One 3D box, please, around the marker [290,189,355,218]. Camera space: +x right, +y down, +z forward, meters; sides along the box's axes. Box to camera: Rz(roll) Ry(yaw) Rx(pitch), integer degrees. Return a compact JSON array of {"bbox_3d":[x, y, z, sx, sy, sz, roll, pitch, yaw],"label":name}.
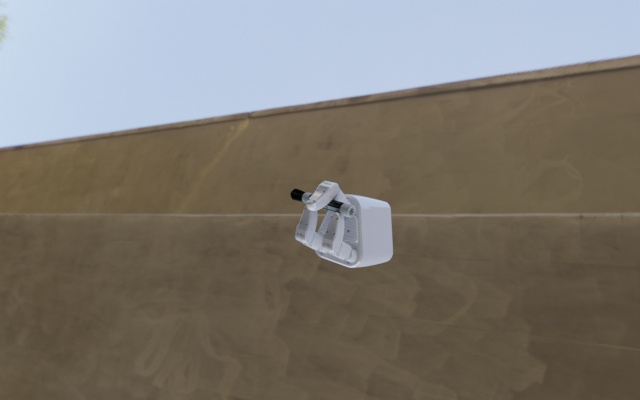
[{"bbox_3d":[0.000,0.002,0.731,0.121,0.020,0.020,17,10,38],"label":"marker"}]
